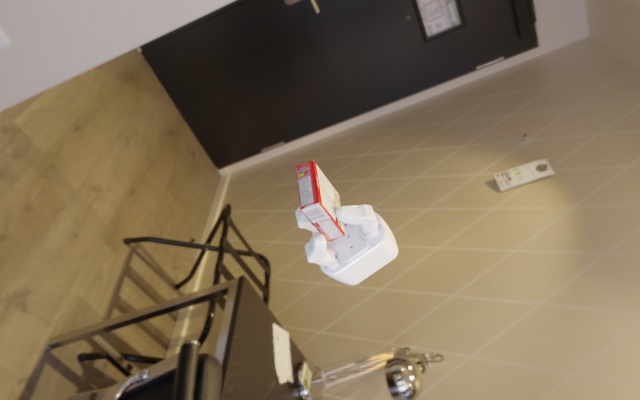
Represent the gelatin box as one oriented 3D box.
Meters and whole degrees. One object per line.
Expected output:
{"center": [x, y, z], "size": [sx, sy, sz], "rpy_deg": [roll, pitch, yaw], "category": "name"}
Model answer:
{"center": [0.000, 0.002, 0.635], "size": [0.030, 0.073, 0.089], "rpy_deg": [-20, -39, 15], "category": "gelatin box"}
